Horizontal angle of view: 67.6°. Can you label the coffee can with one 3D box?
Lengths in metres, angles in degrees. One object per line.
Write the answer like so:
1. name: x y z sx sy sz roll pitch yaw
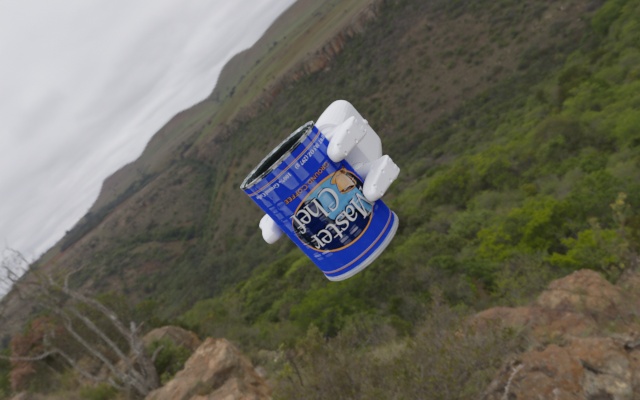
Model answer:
1. coffee can: 0.000 0.002 0.511 0.103 0.140 0.102 -40 14 12
